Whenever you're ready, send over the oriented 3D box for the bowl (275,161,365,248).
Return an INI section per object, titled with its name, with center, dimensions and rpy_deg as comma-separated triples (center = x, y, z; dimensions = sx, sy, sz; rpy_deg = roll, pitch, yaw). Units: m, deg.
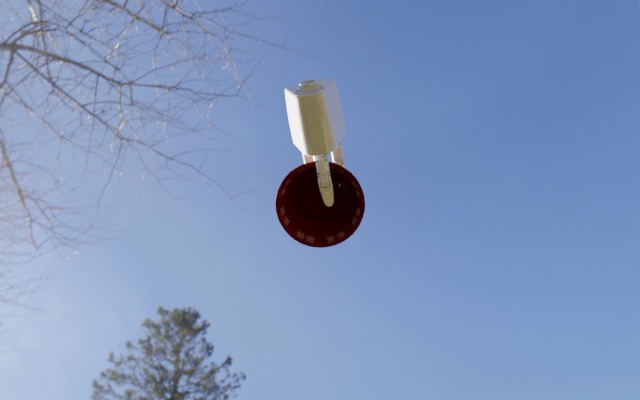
[bowl]
center = 0.000, 0.004, 0.884
dimensions = 0.162, 0.162, 0.055
rpy_deg = 0, 13, 1
